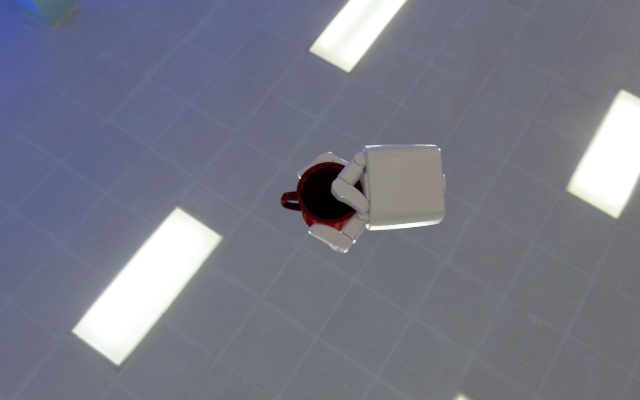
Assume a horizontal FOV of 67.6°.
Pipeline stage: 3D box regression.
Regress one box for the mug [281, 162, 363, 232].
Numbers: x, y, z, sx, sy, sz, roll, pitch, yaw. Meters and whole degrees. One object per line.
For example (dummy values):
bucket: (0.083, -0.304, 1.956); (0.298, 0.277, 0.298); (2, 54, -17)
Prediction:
mug: (-0.001, 0.003, 0.702); (0.117, 0.093, 0.081); (-3, -20, -2)
